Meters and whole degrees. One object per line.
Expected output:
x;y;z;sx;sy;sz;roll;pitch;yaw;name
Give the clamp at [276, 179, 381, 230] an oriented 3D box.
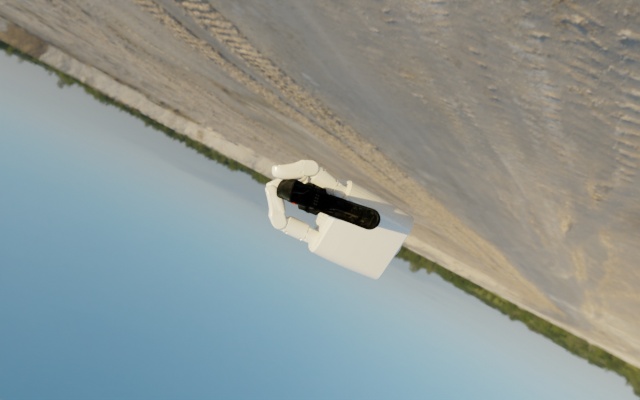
0.000;0.002;0.590;0.120;0.039;0.171;26;0;-12;clamp
